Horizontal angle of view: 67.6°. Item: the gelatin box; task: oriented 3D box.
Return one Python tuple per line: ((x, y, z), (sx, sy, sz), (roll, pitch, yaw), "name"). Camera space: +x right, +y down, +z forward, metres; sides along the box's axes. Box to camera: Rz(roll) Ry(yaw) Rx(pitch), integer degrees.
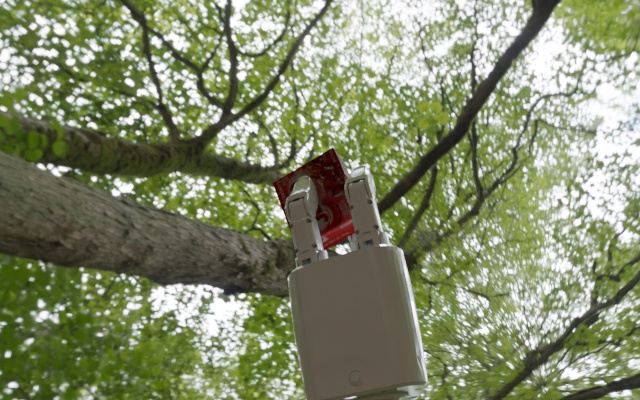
((0.000, 0.001, 0.466), (0.073, 0.089, 0.030), (-30, -38, 9), "gelatin box")
